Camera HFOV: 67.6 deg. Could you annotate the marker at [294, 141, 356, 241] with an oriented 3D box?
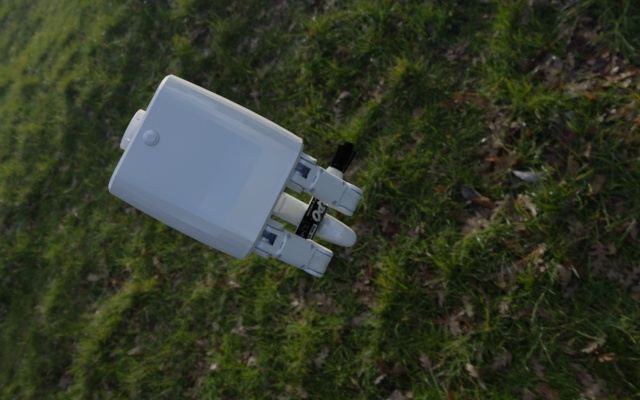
[{"bbox_3d":[0.000,0.001,0.433,0.020,0.121,0.020,26,-4,2],"label":"marker"}]
